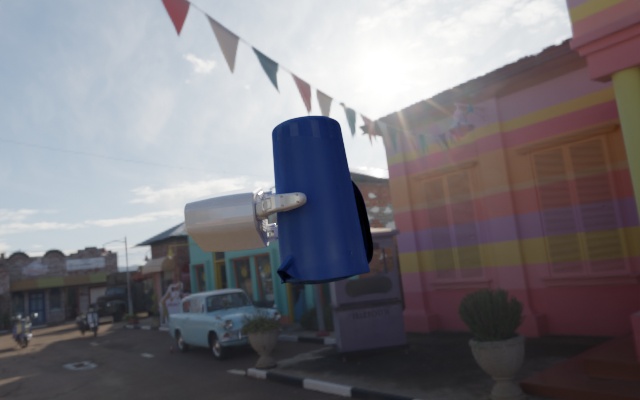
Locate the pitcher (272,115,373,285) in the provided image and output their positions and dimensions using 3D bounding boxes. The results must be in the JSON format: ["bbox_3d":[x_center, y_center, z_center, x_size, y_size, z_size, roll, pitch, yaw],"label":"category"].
[{"bbox_3d":[0.000,0.002,0.727,0.145,0.243,0.149,-8,-8,3],"label":"pitcher"}]
